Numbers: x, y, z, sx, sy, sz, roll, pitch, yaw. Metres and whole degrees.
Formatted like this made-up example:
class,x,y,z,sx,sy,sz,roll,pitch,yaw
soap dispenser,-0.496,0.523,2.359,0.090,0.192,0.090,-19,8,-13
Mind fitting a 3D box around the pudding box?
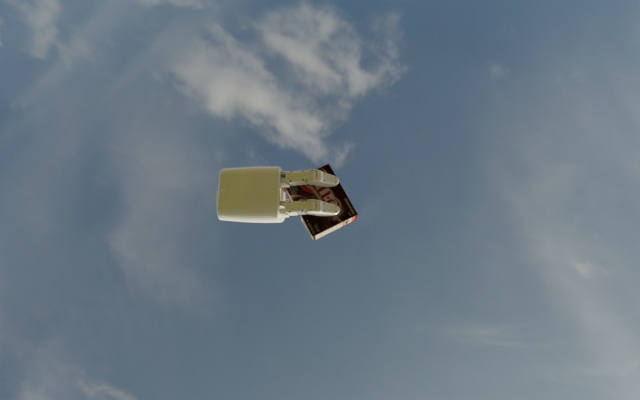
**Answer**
class,x,y,z,sx,sy,sz,roll,pitch,yaw
pudding box,0.000,0.003,0.846,0.090,0.113,0.039,-26,-16,-10
